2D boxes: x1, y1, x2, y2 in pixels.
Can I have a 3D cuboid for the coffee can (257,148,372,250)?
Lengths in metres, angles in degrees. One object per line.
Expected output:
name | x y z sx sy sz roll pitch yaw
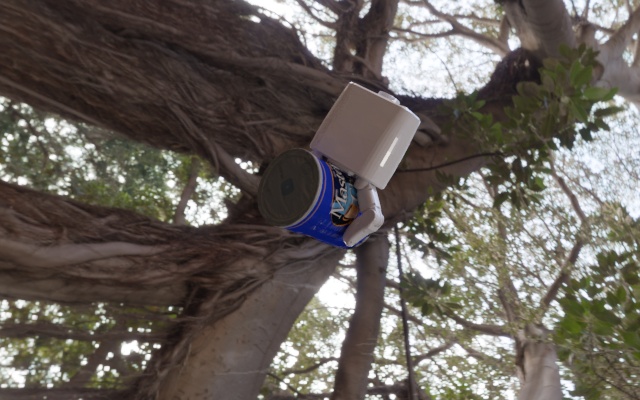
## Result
coffee can | 0.000 0.002 0.644 0.103 0.102 0.140 0 -16 39
